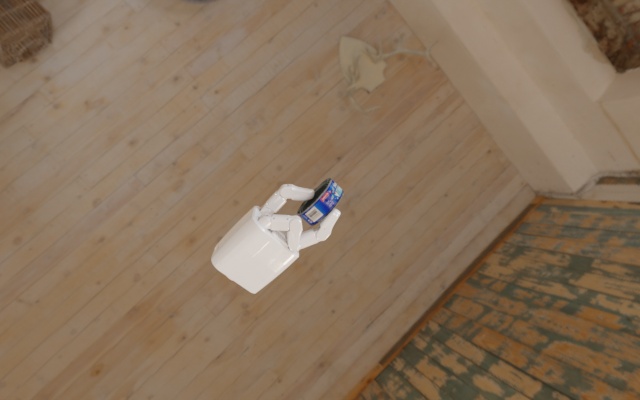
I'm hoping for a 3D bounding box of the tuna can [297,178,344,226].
[{"bbox_3d":[0.001,0.003,0.834,0.034,0.086,0.086,43,-10,-11],"label":"tuna can"}]
